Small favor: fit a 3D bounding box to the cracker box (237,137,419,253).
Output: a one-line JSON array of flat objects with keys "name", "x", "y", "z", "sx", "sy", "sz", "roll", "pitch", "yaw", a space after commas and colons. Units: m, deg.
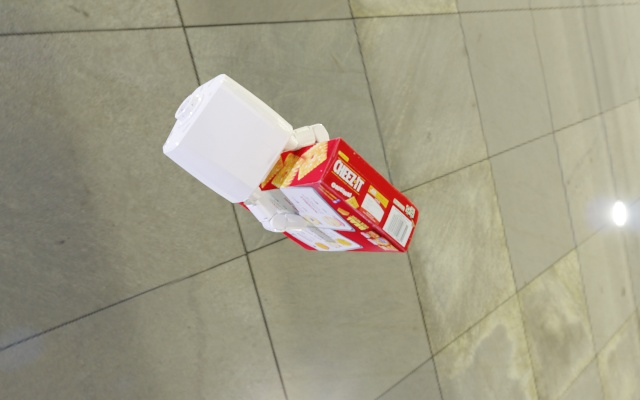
[{"name": "cracker box", "x": 0.000, "y": 0.002, "z": 0.649, "sx": 0.164, "sy": 0.072, "sz": 0.214, "roll": 38, "pitch": -25, "yaw": -30}]
